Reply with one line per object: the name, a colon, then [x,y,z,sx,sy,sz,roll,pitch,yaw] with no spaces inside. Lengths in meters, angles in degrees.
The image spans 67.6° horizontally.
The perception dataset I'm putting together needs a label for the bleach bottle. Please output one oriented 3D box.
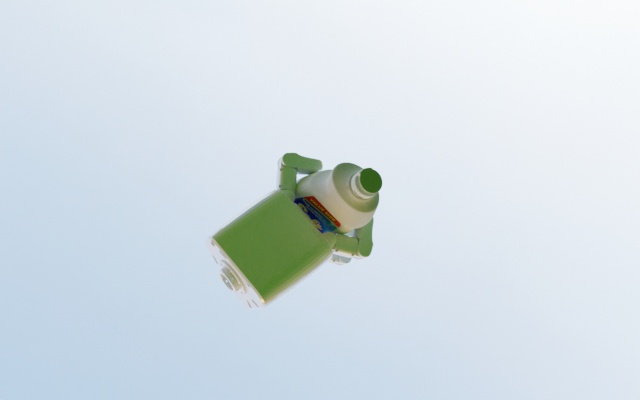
bleach bottle: [0.000,0.002,0.619,0.068,0.102,0.251,-36,2,-27]
